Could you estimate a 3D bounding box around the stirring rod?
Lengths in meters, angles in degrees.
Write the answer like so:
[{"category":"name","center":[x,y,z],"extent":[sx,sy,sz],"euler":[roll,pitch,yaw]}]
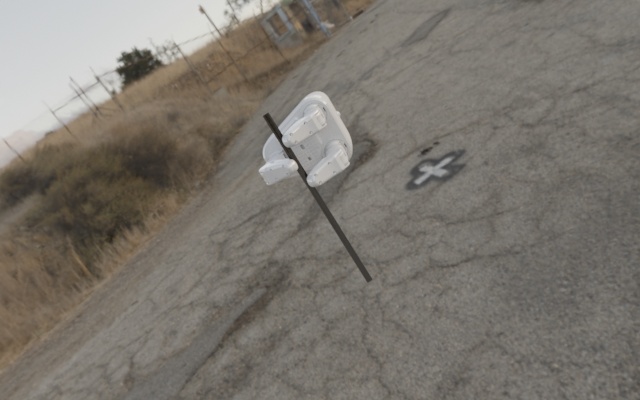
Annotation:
[{"category":"stirring rod","center":[0.000,0.002,0.567],"extent":[0.011,0.239,0.011],"euler":[-29,16,9]}]
